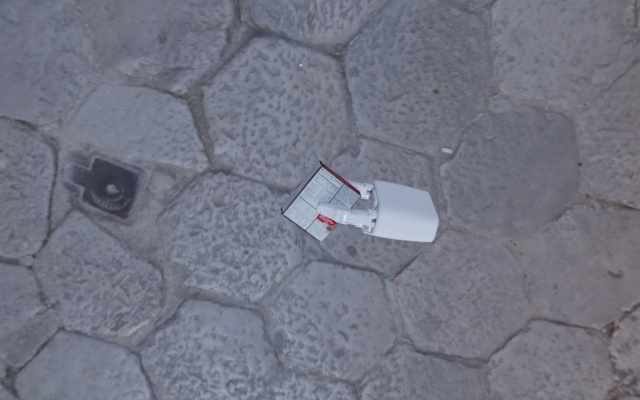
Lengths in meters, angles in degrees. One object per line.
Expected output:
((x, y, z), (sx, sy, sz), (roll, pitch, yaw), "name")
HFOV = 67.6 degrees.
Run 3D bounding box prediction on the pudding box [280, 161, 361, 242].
((0.000, 0.003, 0.816), (0.090, 0.113, 0.039), (37, 9, -15), "pudding box")
